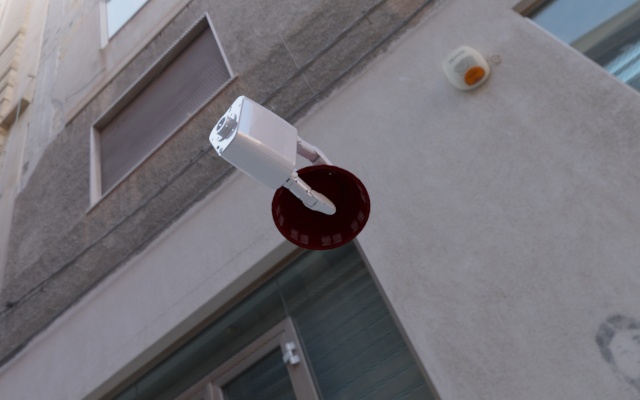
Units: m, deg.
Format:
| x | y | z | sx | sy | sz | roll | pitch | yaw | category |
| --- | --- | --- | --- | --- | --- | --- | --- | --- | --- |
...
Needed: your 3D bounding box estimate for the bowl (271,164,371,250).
| x | y | z | sx | sy | sz | roll | pitch | yaw | category |
| --- | --- | --- | --- | --- | --- | --- | --- | --- | --- |
| 0.001 | 0.003 | 0.796 | 0.162 | 0.162 | 0.055 | 0 | 30 | -3 | bowl |
